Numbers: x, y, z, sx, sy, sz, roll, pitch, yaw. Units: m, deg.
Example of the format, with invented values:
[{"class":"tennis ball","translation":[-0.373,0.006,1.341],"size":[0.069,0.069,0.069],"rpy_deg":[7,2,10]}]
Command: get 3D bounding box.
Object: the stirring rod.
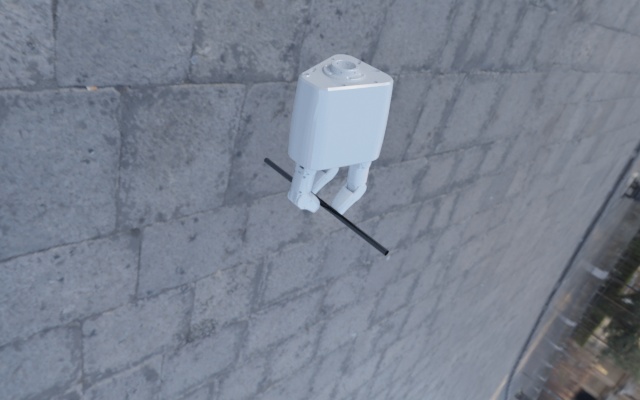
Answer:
[{"class":"stirring rod","translation":[0.000,0.002,0.648],"size":[0.239,0.011,0.011],"rpy_deg":[38,22,31]}]
